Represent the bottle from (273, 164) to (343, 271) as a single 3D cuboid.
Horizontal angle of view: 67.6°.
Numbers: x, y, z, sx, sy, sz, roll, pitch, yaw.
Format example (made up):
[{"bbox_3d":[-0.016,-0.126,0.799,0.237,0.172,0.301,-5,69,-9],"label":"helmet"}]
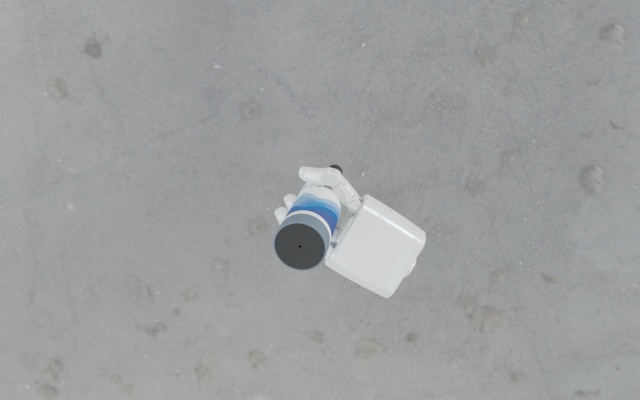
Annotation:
[{"bbox_3d":[0.000,0.002,0.704,0.069,0.069,0.295,0,21,11],"label":"bottle"}]
